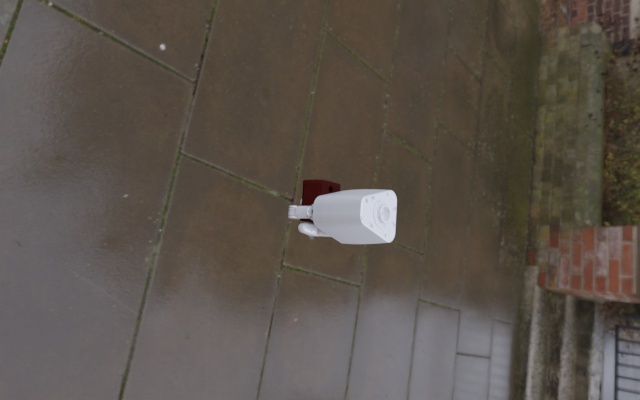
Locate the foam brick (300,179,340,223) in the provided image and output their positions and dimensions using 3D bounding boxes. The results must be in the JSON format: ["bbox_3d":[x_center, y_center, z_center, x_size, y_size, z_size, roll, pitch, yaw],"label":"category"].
[{"bbox_3d":[0.000,0.003,0.889,0.051,0.078,0.053,-3,-10,42],"label":"foam brick"}]
